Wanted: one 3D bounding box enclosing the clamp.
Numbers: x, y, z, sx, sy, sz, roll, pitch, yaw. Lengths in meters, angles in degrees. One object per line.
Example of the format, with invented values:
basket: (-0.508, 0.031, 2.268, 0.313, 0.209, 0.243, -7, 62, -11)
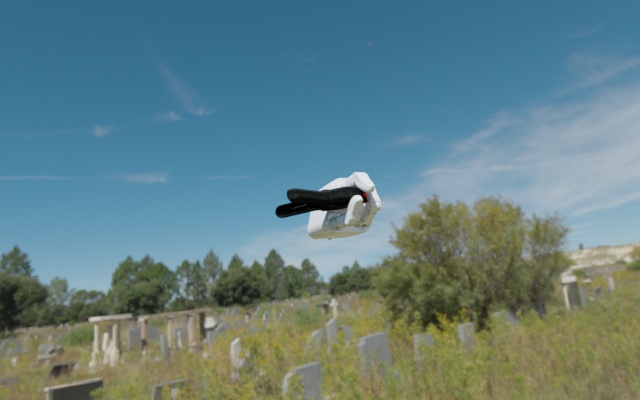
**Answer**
clamp: (0.000, 0.002, 0.875, 0.171, 0.039, 0.120, -1, -12, -26)
